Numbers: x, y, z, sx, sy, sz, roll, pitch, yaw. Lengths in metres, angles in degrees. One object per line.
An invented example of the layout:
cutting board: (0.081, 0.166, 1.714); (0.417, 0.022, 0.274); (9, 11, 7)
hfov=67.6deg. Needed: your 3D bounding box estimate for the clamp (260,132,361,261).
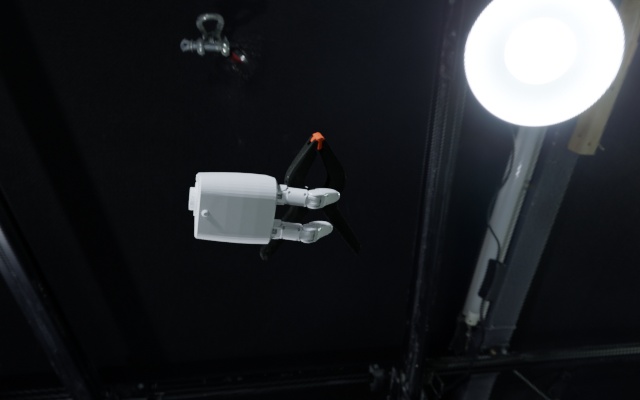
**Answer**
clamp: (0.000, 0.002, 0.735); (0.164, 0.210, 0.036); (4, 23, -17)
